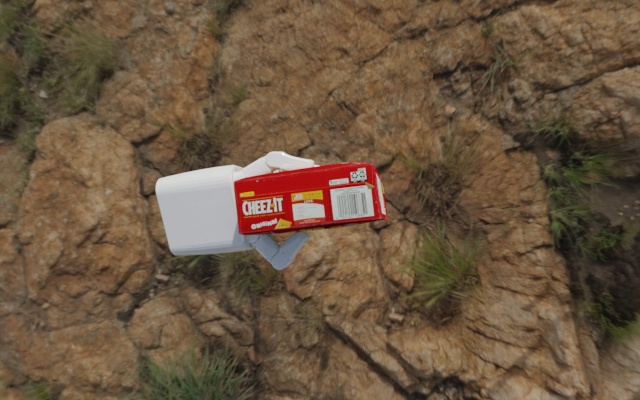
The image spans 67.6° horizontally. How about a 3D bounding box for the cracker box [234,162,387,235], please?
[{"bbox_3d":[0.000,0.002,0.629,0.164,0.072,0.214,-7,-3,9],"label":"cracker box"}]
